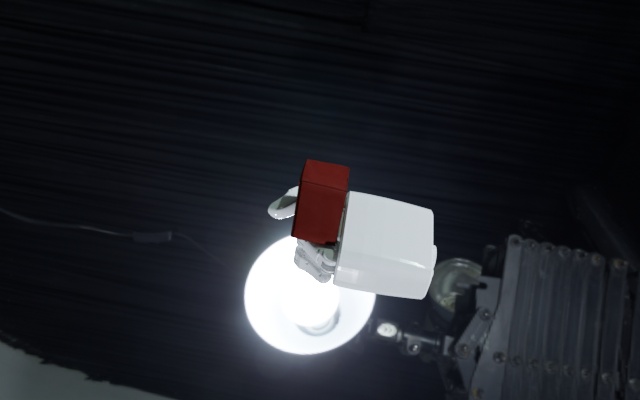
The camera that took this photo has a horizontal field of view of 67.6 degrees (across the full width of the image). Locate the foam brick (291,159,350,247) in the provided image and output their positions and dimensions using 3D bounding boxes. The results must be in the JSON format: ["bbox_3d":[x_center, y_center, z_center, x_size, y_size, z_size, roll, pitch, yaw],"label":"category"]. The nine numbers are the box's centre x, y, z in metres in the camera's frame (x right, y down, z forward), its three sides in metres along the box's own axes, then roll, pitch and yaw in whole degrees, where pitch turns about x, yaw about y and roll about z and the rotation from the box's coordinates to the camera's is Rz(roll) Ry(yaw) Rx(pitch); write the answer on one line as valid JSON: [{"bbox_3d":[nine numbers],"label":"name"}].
[{"bbox_3d":[0.000,0.002,0.532,0.051,0.078,0.053,11,34,1],"label":"foam brick"}]
